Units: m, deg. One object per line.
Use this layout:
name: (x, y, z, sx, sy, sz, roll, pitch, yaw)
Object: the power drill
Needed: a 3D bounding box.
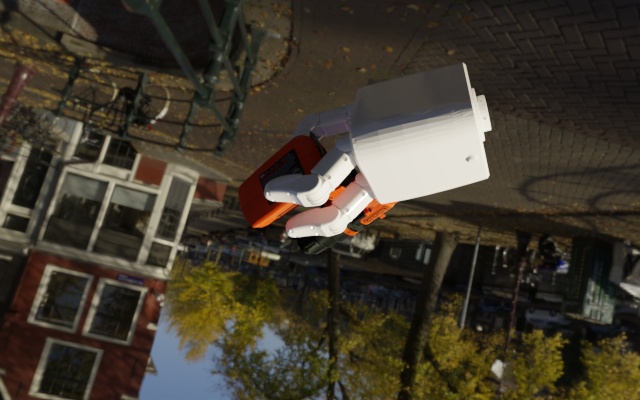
power drill: (0.000, 0.002, 0.538, 0.184, 0.057, 0.188, -39, -27, 25)
